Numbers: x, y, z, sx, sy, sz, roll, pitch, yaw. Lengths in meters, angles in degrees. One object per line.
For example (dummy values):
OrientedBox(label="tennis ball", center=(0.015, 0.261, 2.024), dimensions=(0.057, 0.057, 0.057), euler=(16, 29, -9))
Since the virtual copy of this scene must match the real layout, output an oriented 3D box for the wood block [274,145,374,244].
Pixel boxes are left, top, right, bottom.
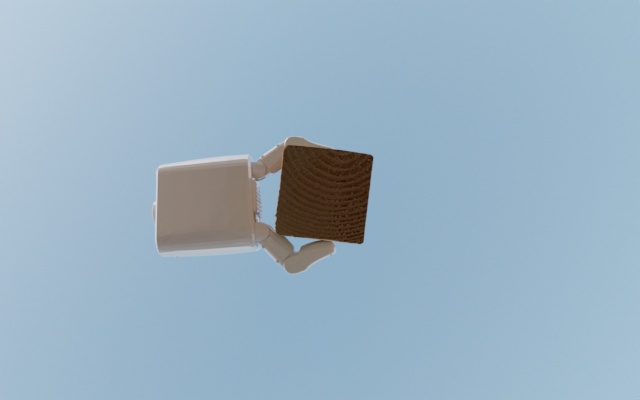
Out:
OrientedBox(label="wood block", center=(0.000, 0.002, 0.562), dimensions=(0.090, 0.091, 0.206), euler=(6, -4, -2))
